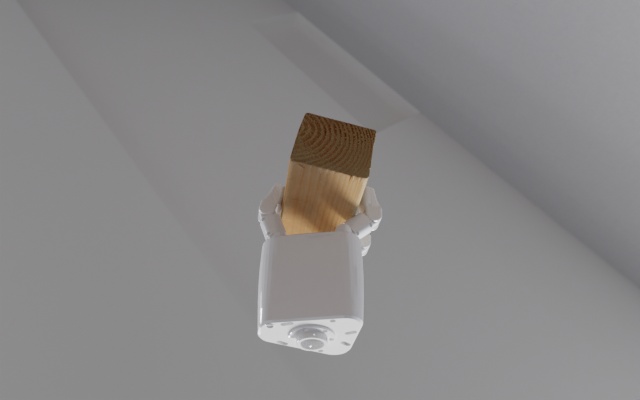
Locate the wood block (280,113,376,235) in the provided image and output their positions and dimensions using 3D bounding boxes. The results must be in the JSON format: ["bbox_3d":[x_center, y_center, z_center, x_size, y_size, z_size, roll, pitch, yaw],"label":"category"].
[{"bbox_3d":[0.000,0.002,0.620,0.091,0.090,0.206,14,-42,0],"label":"wood block"}]
